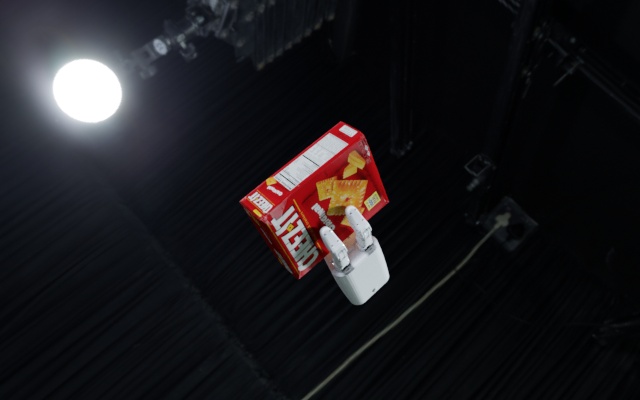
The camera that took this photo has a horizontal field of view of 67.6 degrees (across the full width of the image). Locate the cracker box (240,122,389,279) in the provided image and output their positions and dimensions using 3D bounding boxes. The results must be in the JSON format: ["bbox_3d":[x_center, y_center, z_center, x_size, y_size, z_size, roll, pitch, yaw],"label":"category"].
[{"bbox_3d":[0.000,0.002,0.782,0.213,0.164,0.072,-40,45,-14],"label":"cracker box"}]
